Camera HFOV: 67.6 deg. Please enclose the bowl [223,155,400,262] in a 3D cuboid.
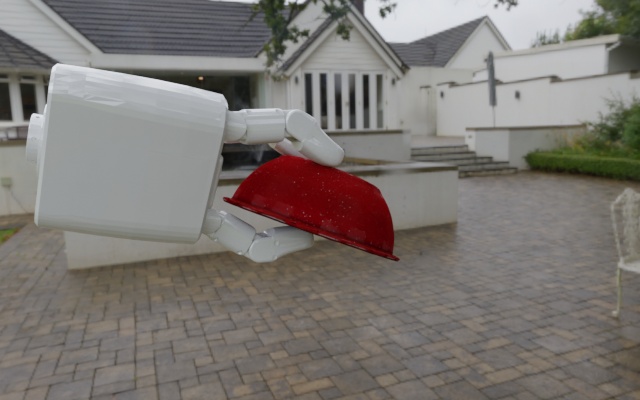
[{"bbox_3d":[0.001,0.001,0.420,0.162,0.055,0.162,20,-3,1],"label":"bowl"}]
